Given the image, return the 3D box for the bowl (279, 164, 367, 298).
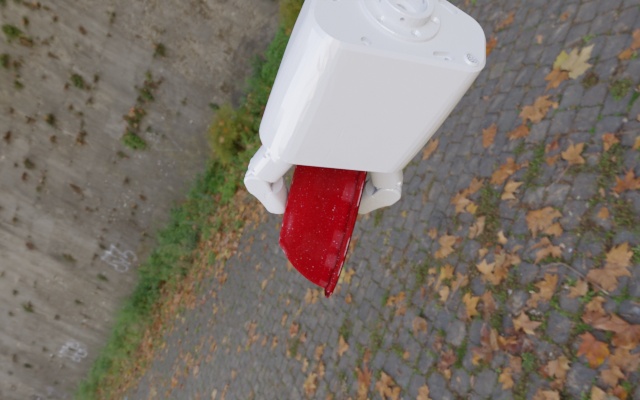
[{"bbox_3d":[-0.001,0.002,0.428,0.055,0.162,0.162,13,0,-1],"label":"bowl"}]
